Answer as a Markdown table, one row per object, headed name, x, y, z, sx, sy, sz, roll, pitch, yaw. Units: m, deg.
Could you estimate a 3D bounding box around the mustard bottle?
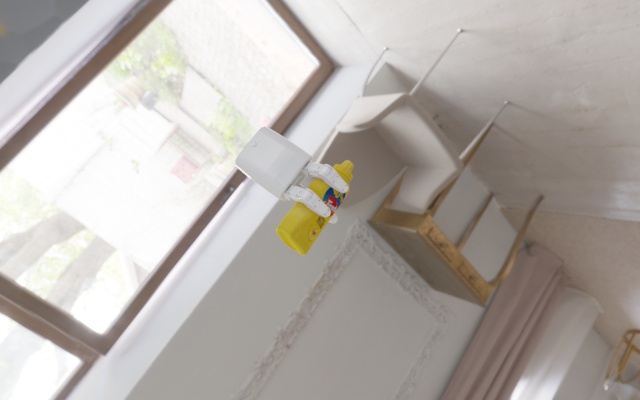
| name | x | y | z | sx | sy | sz | roll | pitch | yaw |
| --- | --- | --- | --- | --- | --- | --- | --- | --- | --- |
| mustard bottle | 0.000 | 0.003 | 0.871 | 0.058 | 0.191 | 0.096 | 28 | -18 | 28 |
